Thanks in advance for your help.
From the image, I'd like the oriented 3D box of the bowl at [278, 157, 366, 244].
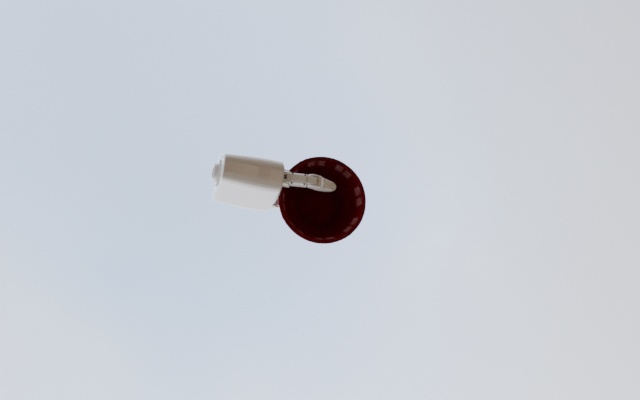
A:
[{"bbox_3d":[0.001,0.003,0.889,0.162,0.162,0.055,0,-12,-9],"label":"bowl"}]
